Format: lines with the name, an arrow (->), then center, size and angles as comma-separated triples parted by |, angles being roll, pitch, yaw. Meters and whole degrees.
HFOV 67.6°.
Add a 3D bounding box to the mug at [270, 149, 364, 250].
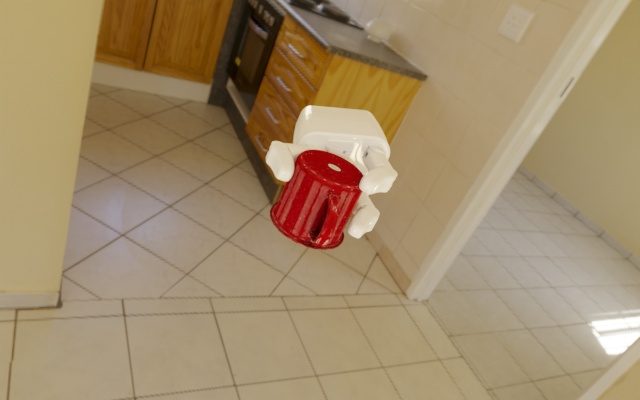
mug -> 0.000, 0.002, 0.530 | 0.093, 0.081, 0.117 | 17, 28, -14
